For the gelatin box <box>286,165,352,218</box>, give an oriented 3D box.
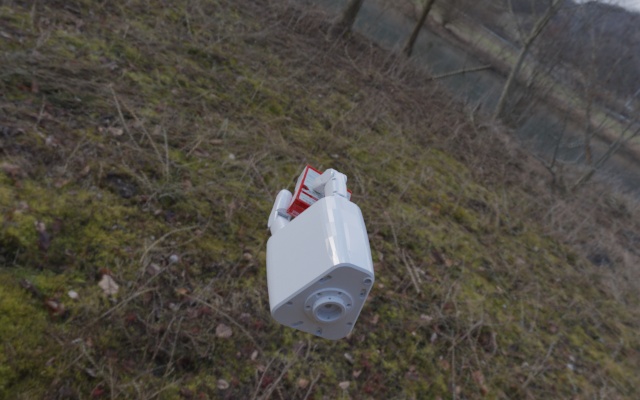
[{"bbox_3d":[0.000,0.002,0.624,0.073,0.030,0.089,31,33,-10],"label":"gelatin box"}]
